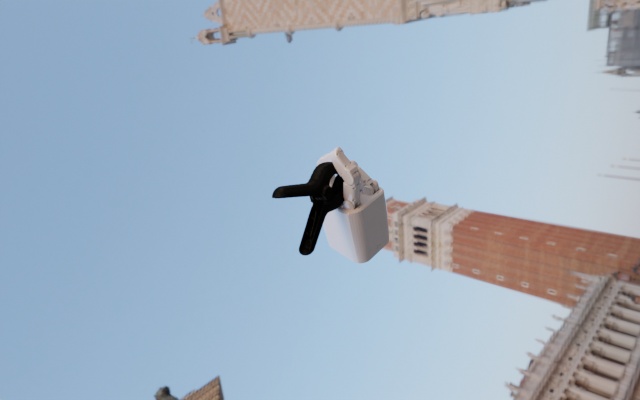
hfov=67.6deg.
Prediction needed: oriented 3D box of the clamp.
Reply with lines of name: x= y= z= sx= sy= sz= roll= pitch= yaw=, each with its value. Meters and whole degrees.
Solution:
clamp: x=0.000 y=0.002 z=0.752 sx=0.039 sy=0.120 sz=0.171 roll=12 pitch=35 yaw=40
